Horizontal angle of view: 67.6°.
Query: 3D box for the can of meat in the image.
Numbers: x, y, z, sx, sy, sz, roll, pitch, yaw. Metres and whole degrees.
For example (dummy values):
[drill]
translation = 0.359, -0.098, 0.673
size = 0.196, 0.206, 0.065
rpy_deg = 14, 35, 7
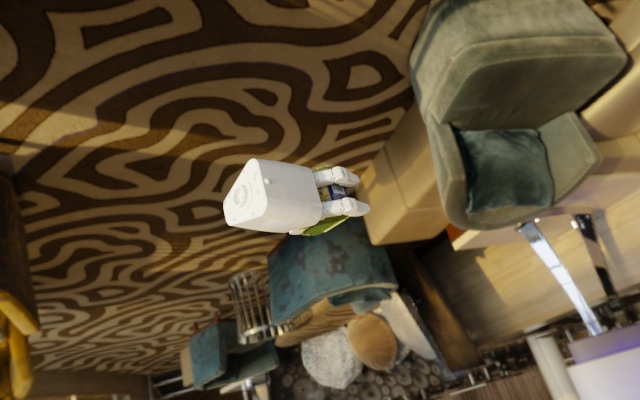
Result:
[can of meat]
translation = 0.000, 0.003, 0.813
size = 0.057, 0.084, 0.102
rpy_deg = 12, -37, -45
